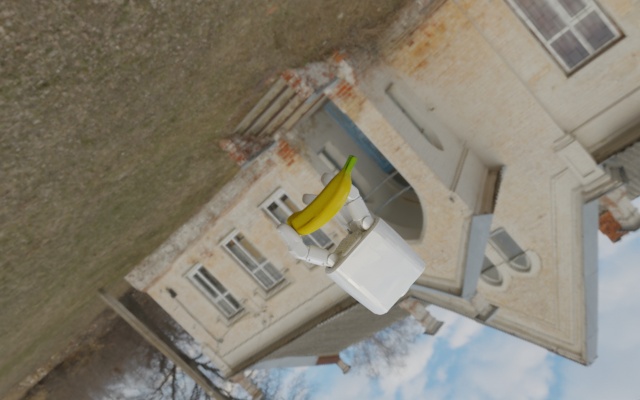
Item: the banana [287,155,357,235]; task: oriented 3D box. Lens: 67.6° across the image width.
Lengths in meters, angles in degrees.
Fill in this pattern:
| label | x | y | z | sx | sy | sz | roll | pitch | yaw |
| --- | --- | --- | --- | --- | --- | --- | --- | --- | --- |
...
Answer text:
| label | x | y | z | sx | sy | sz | roll | pitch | yaw |
| --- | --- | --- | --- | --- | --- | --- | --- | --- | --- |
| banana | -0.005 | 0.013 | 0.685 | 0.037 | 0.069 | 0.198 | 37 | -41 | -9 |
